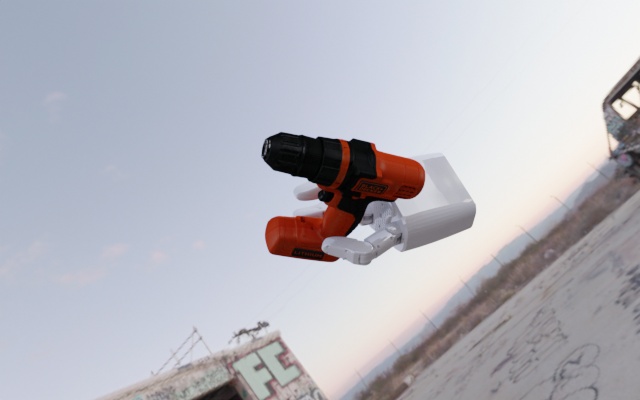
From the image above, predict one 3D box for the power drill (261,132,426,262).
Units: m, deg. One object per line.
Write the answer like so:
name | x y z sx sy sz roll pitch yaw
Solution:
power drill | 0.000 0.002 0.549 0.184 0.057 0.188 11 -37 -22
